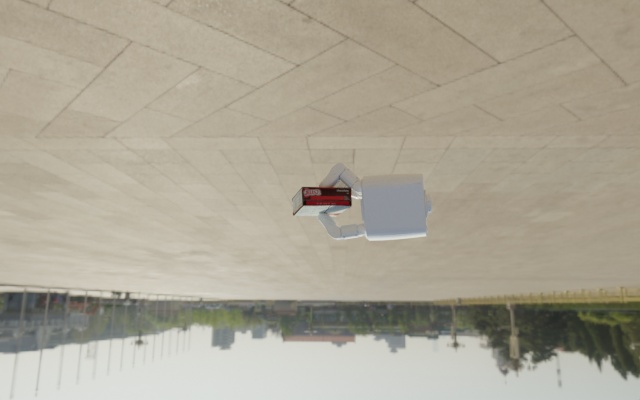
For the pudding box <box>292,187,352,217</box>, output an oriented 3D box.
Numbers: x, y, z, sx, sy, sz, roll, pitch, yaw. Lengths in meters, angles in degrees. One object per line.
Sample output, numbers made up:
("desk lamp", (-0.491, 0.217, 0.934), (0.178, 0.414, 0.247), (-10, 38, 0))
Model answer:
("pudding box", (0.000, 0.003, 0.873), (0.090, 0.039, 0.113), (2, -13, -13))
